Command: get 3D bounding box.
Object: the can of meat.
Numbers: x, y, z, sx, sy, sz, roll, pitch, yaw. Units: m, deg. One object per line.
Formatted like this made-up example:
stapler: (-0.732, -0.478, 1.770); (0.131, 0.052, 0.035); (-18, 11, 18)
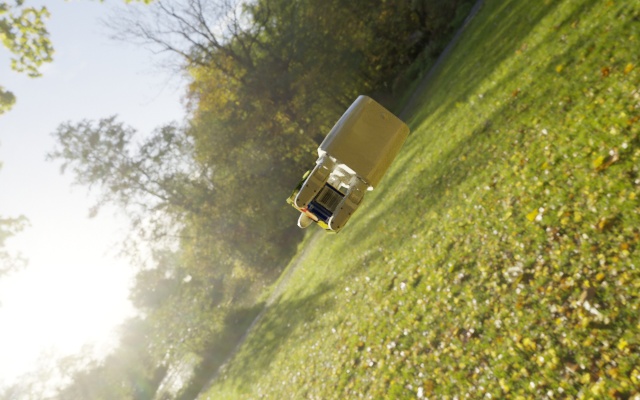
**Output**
can of meat: (0.000, 0.002, 0.699); (0.084, 0.057, 0.102); (36, -8, -5)
